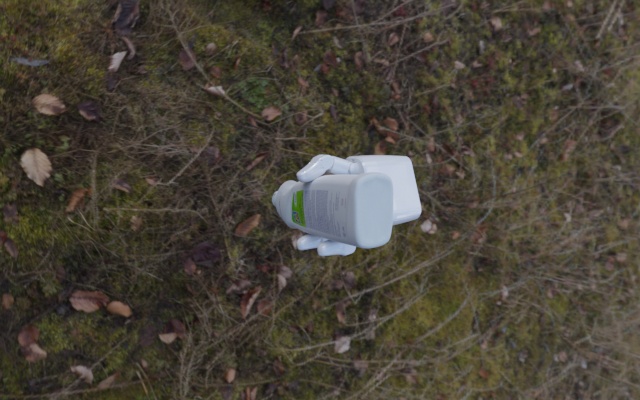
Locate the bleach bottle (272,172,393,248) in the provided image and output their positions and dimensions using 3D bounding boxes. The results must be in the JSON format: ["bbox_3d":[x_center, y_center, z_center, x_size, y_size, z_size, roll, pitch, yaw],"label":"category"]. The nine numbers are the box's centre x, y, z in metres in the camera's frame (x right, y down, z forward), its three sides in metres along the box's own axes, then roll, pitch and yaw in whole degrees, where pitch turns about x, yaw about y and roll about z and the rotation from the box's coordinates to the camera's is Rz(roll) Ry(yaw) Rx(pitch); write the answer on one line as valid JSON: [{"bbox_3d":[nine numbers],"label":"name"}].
[{"bbox_3d":[0.000,0.002,0.714,0.068,0.102,0.251,-5,9,-34],"label":"bleach bottle"}]
